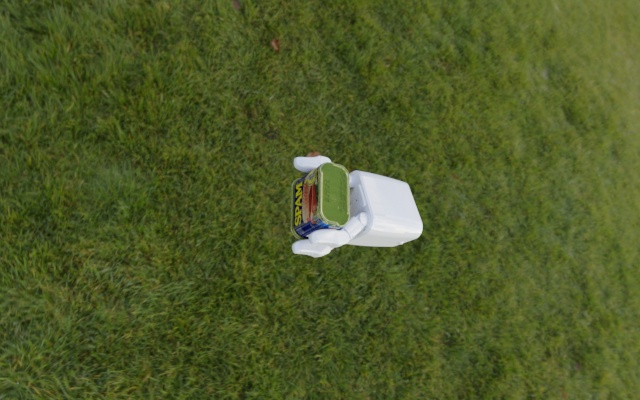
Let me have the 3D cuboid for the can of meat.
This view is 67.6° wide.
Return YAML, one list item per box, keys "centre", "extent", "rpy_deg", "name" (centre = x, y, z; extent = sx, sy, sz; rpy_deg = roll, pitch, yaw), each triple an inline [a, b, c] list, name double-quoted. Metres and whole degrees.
- centre: [0.000, 0.002, 0.713]
  extent: [0.057, 0.102, 0.084]
  rpy_deg: [13, -24, -29]
  name: "can of meat"
